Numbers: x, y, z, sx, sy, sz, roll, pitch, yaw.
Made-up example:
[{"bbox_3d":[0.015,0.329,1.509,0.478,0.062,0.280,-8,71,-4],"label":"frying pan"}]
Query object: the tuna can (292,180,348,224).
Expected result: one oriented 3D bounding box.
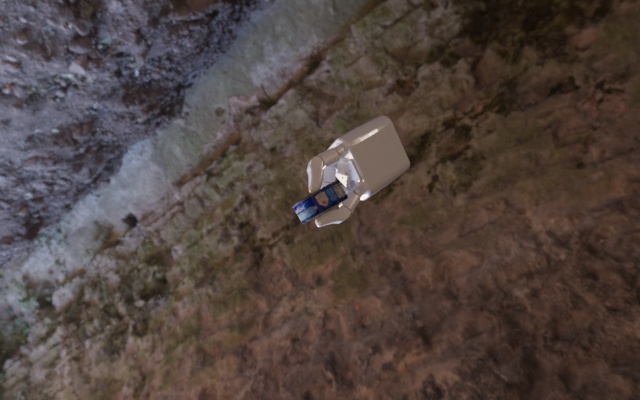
[{"bbox_3d":[0.000,0.003,0.758,0.086,0.034,0.086,-30,-2,-1],"label":"tuna can"}]
